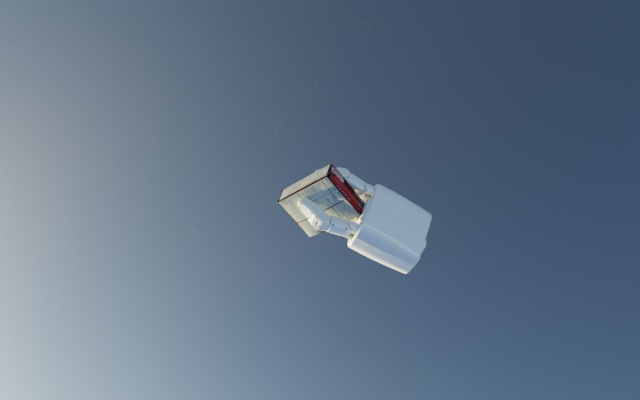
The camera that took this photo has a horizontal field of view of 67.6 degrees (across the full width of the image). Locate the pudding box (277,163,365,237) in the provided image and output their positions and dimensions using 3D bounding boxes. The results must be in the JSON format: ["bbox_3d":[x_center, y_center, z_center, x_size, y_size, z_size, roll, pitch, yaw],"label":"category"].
[{"bbox_3d":[0.000,0.003,0.767,0.113,0.090,0.039,-27,25,32],"label":"pudding box"}]
